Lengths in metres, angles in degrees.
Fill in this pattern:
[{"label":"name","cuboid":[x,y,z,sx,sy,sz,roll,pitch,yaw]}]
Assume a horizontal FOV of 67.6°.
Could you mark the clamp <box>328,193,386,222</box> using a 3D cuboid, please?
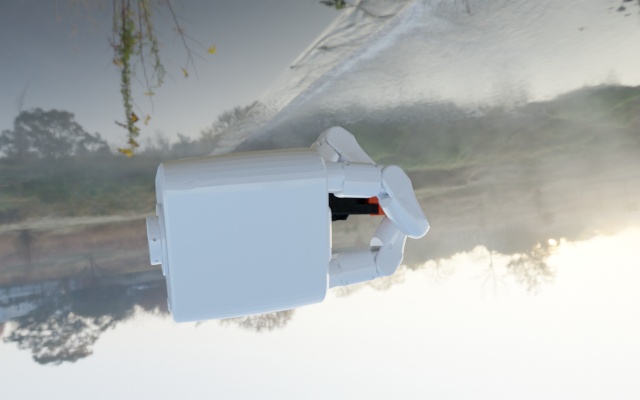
[{"label":"clamp","cuboid":[0.000,0.002,0.441,0.120,0.039,0.171,-6,-3,-21]}]
